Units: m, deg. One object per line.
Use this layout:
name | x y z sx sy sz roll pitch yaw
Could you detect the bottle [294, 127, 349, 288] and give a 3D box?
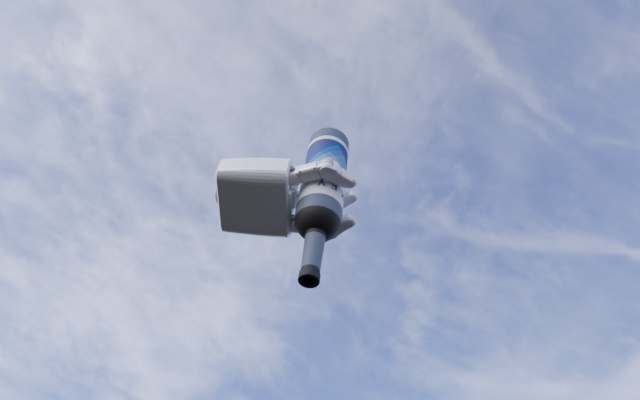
bottle | 0.000 0.002 0.693 0.069 0.069 0.295 0 41 8
